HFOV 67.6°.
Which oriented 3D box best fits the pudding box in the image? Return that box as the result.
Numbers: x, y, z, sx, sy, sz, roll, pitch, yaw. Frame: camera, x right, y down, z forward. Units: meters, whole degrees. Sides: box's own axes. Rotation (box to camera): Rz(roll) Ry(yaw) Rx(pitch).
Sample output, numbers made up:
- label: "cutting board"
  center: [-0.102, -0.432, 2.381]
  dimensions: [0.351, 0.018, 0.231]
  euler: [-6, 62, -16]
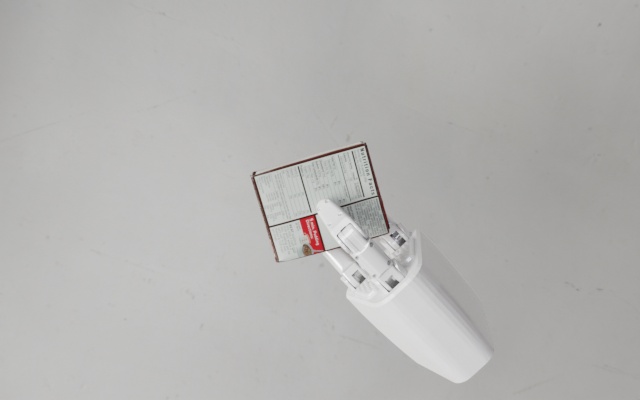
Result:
- label: "pudding box"
  center: [0.000, 0.002, 0.452]
  dimensions: [0.113, 0.090, 0.039]
  euler: [-16, 7, -2]
